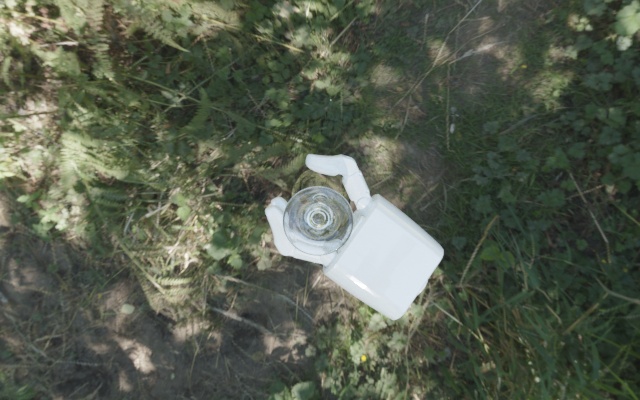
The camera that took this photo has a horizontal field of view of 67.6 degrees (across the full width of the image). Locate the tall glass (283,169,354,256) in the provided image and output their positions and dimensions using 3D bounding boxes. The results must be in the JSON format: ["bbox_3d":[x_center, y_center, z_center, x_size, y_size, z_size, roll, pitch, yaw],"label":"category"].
[{"bbox_3d":[0.000,0.002,0.590,0.079,0.079,0.201,0,12,1],"label":"tall glass"}]
